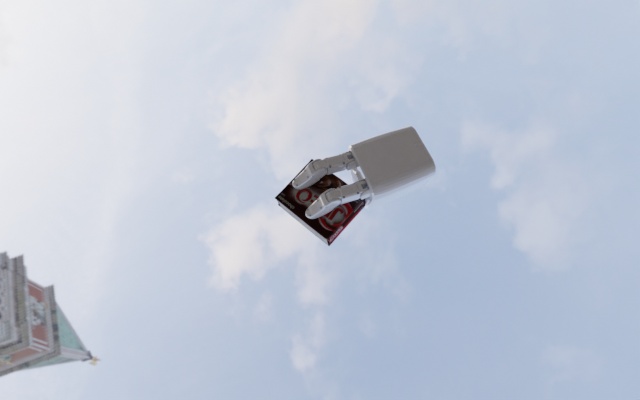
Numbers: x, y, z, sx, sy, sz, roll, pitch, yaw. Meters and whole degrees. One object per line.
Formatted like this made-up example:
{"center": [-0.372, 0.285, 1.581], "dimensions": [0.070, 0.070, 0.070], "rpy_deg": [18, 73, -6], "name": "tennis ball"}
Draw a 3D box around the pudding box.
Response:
{"center": [0.000, 0.002, 0.746], "dimensions": [0.113, 0.090, 0.039], "rpy_deg": [36, -17, 22], "name": "pudding box"}
